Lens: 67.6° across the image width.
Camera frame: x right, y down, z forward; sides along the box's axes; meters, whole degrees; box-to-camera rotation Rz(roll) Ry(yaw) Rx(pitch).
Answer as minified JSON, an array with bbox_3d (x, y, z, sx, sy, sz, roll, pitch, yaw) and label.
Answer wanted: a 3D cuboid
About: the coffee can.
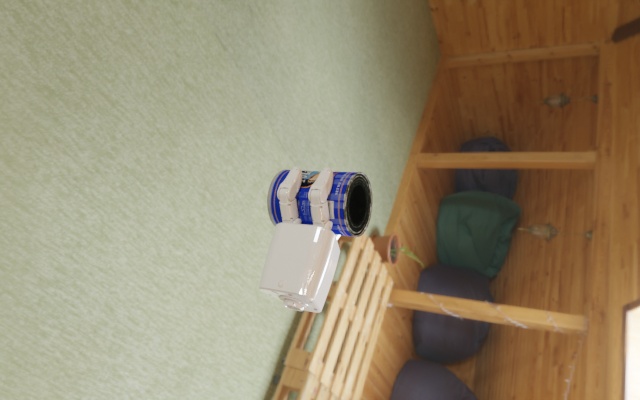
[{"bbox_3d":[0.000,0.002,0.773,0.140,0.103,0.103,4,2,29],"label":"coffee can"}]
